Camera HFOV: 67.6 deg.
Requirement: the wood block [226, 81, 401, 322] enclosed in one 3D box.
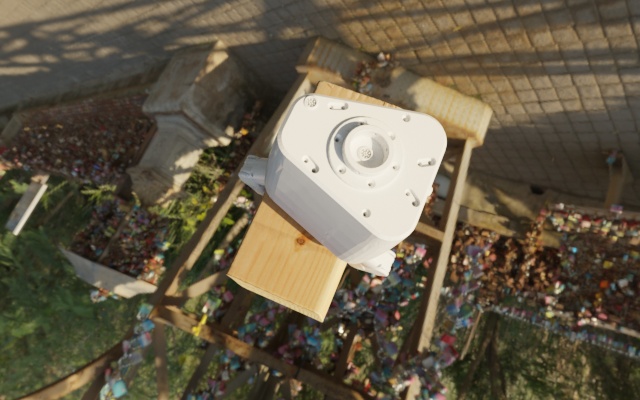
[{"bbox_3d":[0.000,0.001,0.470,0.091,0.206,0.090,22,-16,9],"label":"wood block"}]
